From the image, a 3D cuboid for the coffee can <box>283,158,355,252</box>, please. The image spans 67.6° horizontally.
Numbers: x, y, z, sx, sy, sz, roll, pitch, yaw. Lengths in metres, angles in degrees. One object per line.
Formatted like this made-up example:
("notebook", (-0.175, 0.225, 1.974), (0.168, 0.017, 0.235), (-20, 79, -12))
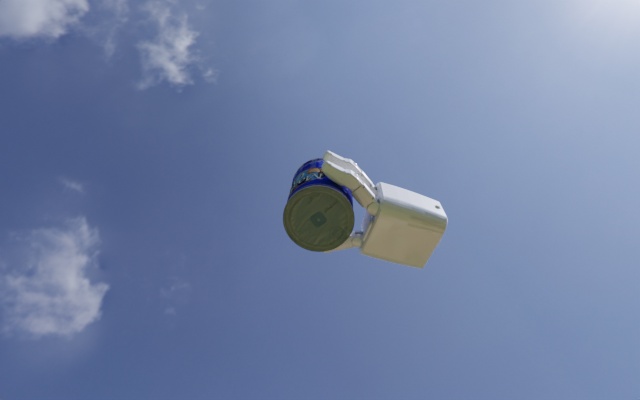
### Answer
("coffee can", (0.000, 0.003, 0.743), (0.103, 0.103, 0.140), (0, 22, 3))
